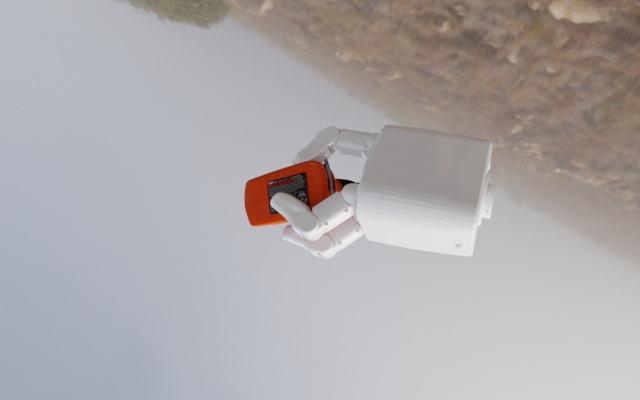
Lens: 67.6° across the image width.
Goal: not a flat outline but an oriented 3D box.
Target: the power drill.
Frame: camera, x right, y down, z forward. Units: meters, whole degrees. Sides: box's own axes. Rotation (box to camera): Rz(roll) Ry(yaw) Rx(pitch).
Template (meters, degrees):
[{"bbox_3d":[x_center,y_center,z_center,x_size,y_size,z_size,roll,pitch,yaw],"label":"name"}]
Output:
[{"bbox_3d":[0.000,0.002,0.565,0.184,0.057,0.187,-15,-11,33],"label":"power drill"}]
